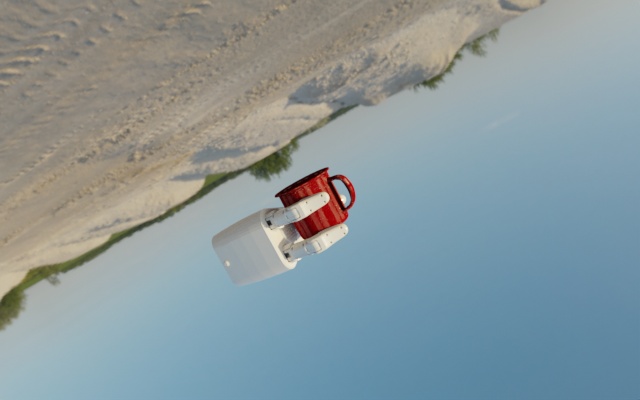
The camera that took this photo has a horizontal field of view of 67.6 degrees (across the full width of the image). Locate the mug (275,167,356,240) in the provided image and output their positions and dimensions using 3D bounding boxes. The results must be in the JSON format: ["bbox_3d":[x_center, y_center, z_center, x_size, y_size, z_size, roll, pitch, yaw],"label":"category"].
[{"bbox_3d":[0.001,0.002,0.715,0.117,0.081,0.093,-24,9,26],"label":"mug"}]
